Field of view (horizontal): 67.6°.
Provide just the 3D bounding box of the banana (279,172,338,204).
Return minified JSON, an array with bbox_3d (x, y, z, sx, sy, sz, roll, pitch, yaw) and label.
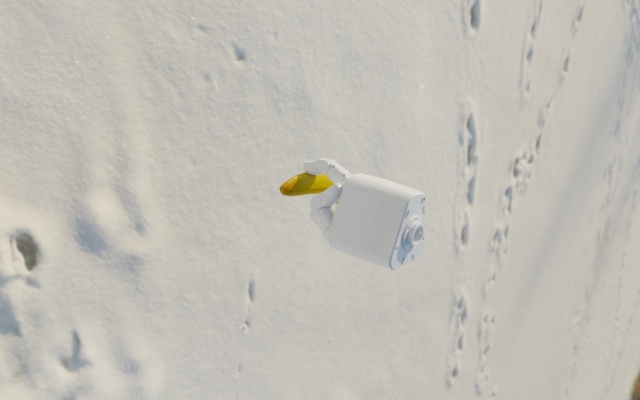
[{"bbox_3d":[0.009,-0.014,0.793,0.037,0.069,0.198,18,-6,38],"label":"banana"}]
